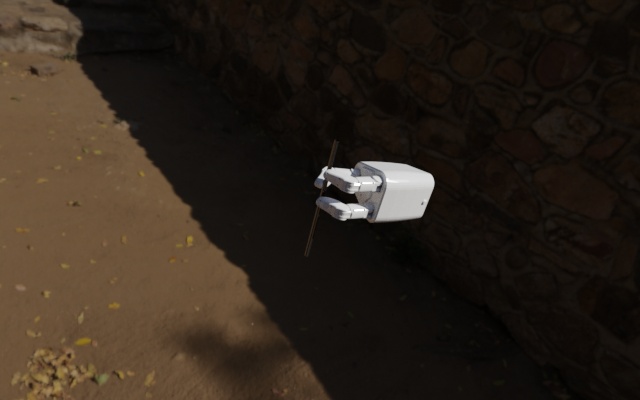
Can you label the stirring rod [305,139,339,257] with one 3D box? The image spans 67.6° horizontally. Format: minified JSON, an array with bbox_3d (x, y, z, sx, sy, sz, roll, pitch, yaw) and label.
[{"bbox_3d":[0.000,0.003,0.834,0.011,0.240,0.011,11,31,-7],"label":"stirring rod"}]
